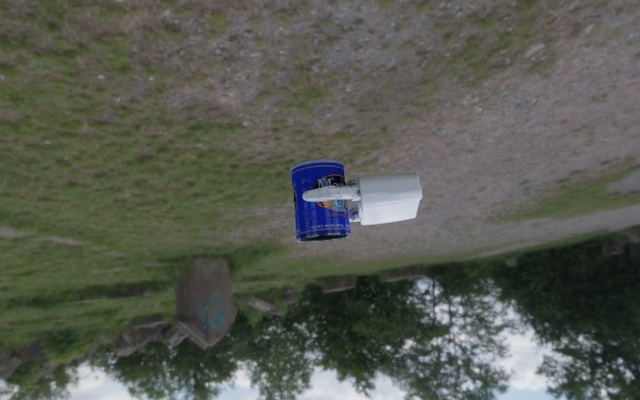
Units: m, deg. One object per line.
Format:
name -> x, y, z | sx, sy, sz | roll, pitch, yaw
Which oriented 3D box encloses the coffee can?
coffee can -> 0.000, 0.003, 0.896 | 0.103, 0.140, 0.103 | -5, -11, -1
